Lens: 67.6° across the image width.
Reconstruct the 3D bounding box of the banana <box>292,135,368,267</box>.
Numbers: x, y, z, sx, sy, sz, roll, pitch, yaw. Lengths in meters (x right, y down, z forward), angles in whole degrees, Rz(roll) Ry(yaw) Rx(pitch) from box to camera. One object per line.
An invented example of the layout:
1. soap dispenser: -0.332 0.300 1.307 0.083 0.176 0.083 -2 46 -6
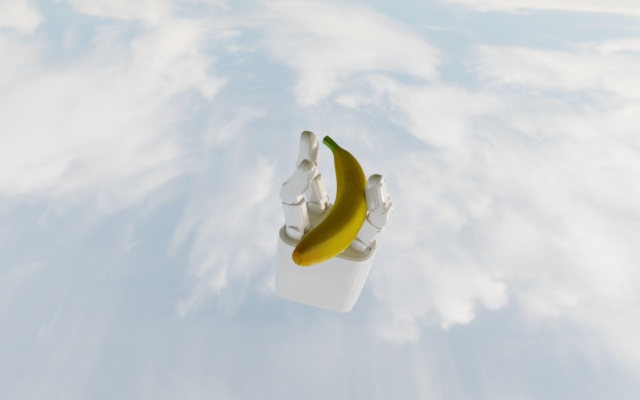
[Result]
1. banana: 0.018 0.005 0.516 0.069 0.037 0.197 18 42 -5
